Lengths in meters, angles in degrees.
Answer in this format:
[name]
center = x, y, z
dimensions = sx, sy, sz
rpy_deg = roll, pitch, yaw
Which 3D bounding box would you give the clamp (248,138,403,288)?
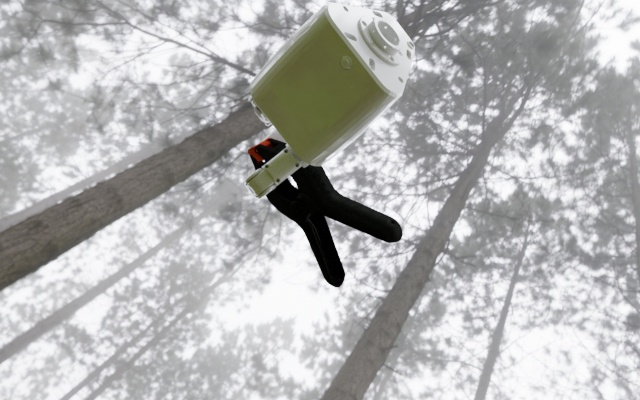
[clamp]
center = 0.000, 0.001, 0.471
dimensions = 0.120, 0.171, 0.039
rpy_deg = -36, 4, 40
